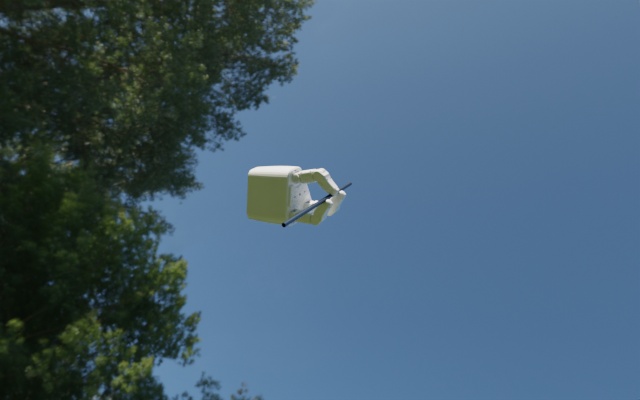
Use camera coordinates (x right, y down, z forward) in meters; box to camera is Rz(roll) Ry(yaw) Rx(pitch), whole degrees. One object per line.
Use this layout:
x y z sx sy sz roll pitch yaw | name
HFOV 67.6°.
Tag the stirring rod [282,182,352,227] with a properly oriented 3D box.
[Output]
0.000 0.003 0.875 0.011 0.011 0.239 0 18 32 | stirring rod
